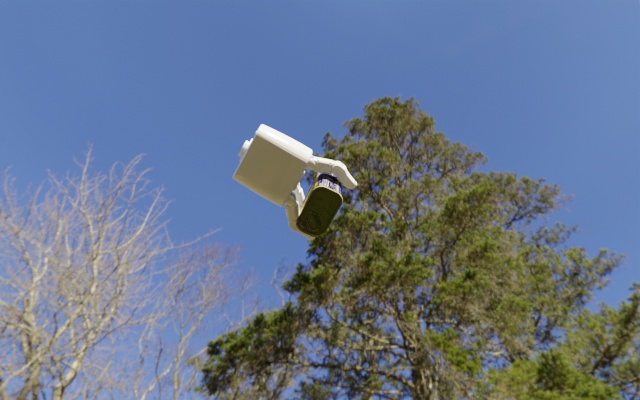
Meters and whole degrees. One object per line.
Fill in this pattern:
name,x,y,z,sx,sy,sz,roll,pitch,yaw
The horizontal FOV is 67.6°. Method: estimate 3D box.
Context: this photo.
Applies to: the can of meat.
can of meat,0.000,0.003,0.882,0.057,0.102,0.084,25,26,-8
